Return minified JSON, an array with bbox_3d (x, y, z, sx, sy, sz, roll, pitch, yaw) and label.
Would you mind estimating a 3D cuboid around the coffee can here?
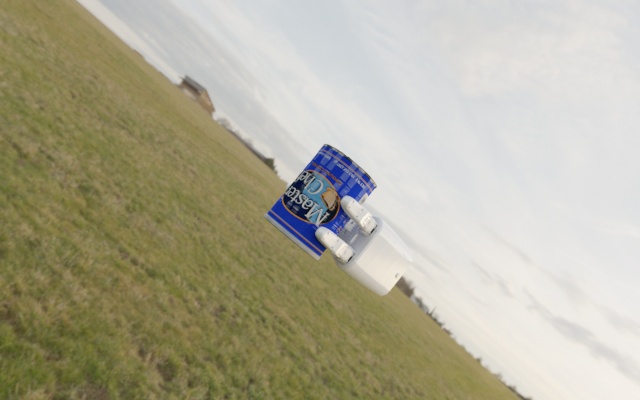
[{"bbox_3d":[0.000,0.002,0.705,0.103,0.140,0.103,39,-4,4],"label":"coffee can"}]
